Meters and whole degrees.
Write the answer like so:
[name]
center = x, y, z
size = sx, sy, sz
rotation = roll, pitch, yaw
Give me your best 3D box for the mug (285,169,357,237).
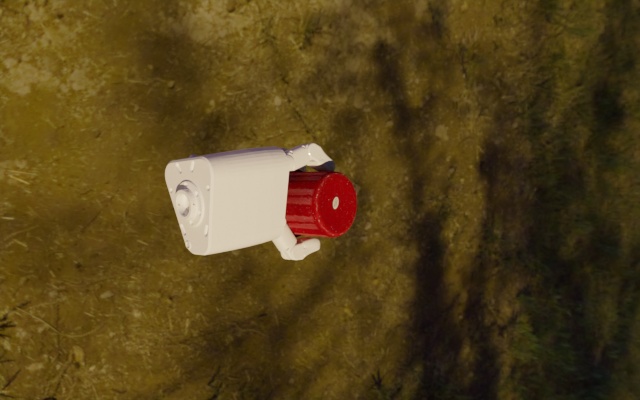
[mug]
center = 0.001, 0.002, 0.619
size = 0.081, 0.093, 0.117
rotation = 1, 11, 43
